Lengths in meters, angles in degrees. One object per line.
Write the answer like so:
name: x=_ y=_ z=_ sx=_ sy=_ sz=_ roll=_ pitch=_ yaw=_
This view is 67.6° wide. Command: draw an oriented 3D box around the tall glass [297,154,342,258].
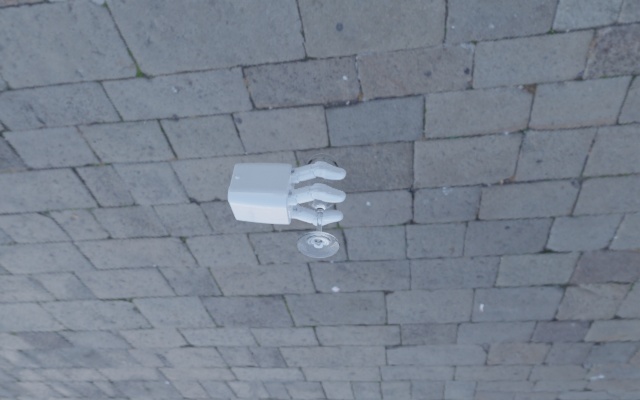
tall glass: x=0.000 y=0.003 z=0.888 sx=0.079 sy=0.200 sz=0.079 roll=2 pitch=-41 yaw=2
